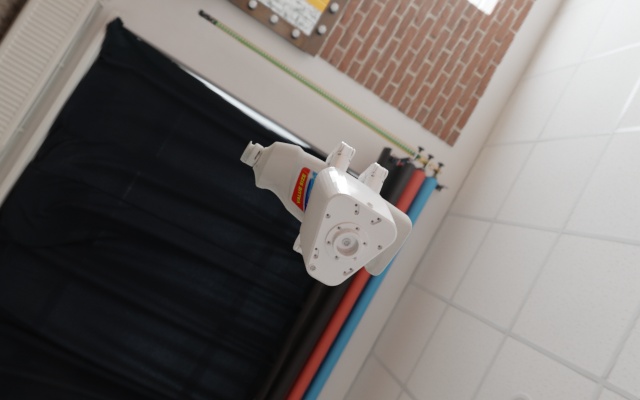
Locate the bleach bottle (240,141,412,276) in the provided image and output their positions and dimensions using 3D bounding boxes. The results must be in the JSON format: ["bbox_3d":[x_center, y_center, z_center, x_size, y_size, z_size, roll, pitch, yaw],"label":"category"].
[{"bbox_3d":[0.000,0.002,0.668,0.251,0.102,0.068,31,14,-13],"label":"bleach bottle"}]
